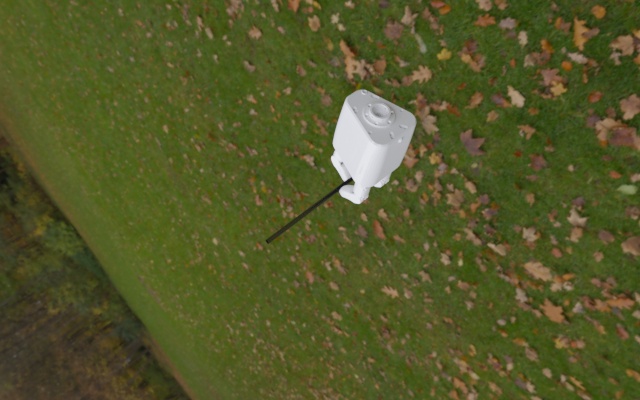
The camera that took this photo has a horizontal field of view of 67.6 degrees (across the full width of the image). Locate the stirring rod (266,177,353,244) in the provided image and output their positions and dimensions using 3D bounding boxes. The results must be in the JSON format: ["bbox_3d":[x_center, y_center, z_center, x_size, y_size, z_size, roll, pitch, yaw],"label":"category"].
[{"bbox_3d":[0.000,0.003,0.828,0.239,0.011,0.011,-37,18,-26],"label":"stirring rod"}]
